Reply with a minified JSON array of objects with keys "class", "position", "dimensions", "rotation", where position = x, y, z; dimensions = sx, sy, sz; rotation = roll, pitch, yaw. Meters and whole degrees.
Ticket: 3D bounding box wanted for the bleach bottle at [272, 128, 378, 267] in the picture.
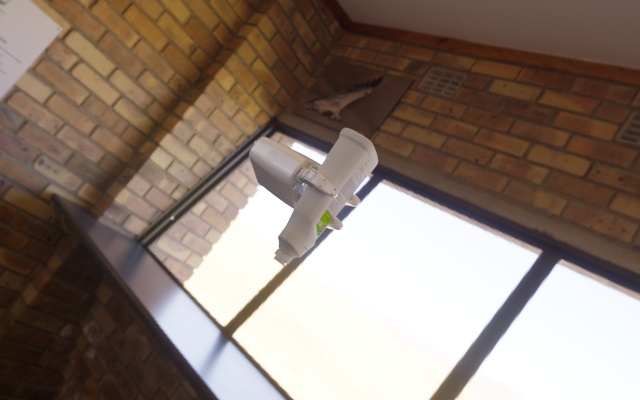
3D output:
[{"class":"bleach bottle","position":[0.000,0.003,0.820],"dimensions":[0.068,0.251,0.103],"rotation":[33,-9,25]}]
